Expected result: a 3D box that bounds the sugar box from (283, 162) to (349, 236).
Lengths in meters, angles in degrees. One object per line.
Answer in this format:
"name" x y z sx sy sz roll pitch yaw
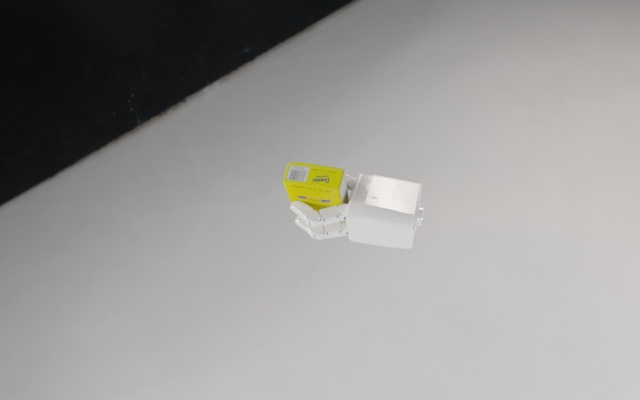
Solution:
"sugar box" 0.000 0.003 0.813 0.093 0.048 0.176 9 -29 14
